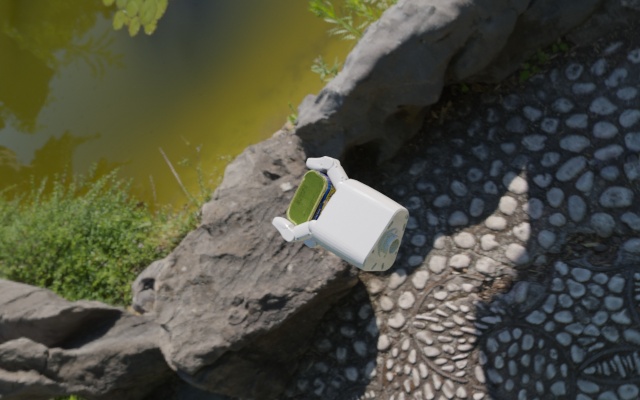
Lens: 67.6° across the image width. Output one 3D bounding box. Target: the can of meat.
[{"bbox_3d":[0.000,0.002,0.808,0.057,0.102,0.084,34,14,34],"label":"can of meat"}]
